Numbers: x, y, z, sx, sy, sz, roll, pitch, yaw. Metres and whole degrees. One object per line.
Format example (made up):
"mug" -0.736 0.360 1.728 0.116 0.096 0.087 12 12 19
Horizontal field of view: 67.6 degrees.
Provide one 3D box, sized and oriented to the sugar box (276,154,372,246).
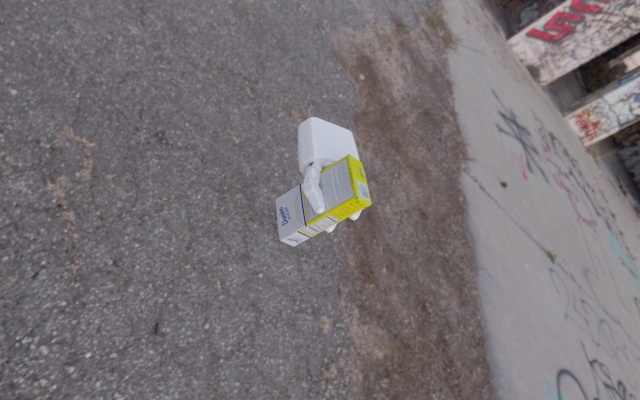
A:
"sugar box" 0.001 0.003 0.841 0.176 0.093 0.048 -31 -40 30
